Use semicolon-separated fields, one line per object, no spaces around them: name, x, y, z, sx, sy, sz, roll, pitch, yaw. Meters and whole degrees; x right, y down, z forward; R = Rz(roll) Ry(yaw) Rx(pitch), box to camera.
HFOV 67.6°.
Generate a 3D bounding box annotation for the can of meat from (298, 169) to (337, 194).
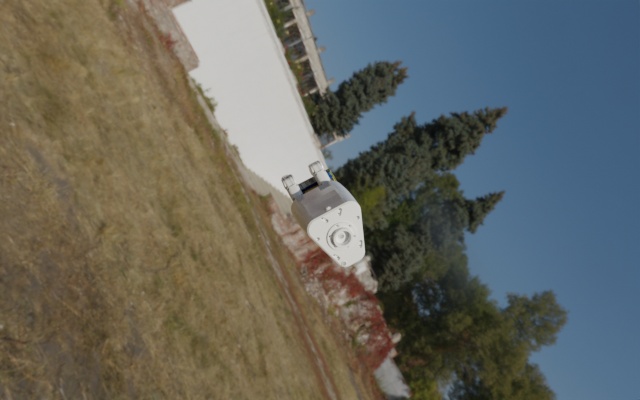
can of meat;0.000;0.003;0.889;0.084;0.102;0.057;-28;21;-5
